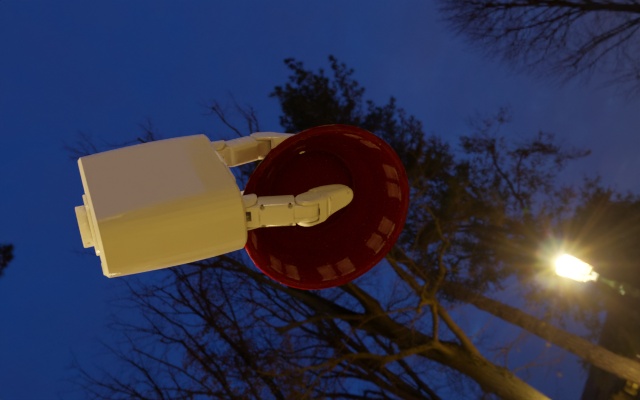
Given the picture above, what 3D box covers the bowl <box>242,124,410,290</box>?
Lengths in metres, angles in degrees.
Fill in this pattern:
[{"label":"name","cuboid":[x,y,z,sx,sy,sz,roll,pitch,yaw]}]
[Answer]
[{"label":"bowl","cuboid":[0.001,0.001,0.452,0.162,0.162,0.055,0,22,-19]}]
